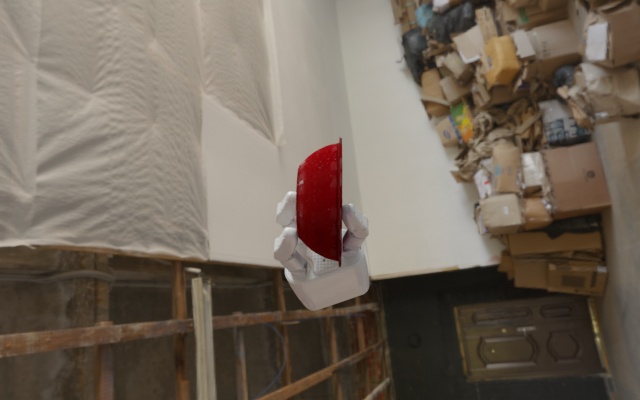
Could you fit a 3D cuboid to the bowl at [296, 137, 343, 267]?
[{"bbox_3d":[0.000,0.001,0.598,0.055,0.162,0.162,1,0,2],"label":"bowl"}]
